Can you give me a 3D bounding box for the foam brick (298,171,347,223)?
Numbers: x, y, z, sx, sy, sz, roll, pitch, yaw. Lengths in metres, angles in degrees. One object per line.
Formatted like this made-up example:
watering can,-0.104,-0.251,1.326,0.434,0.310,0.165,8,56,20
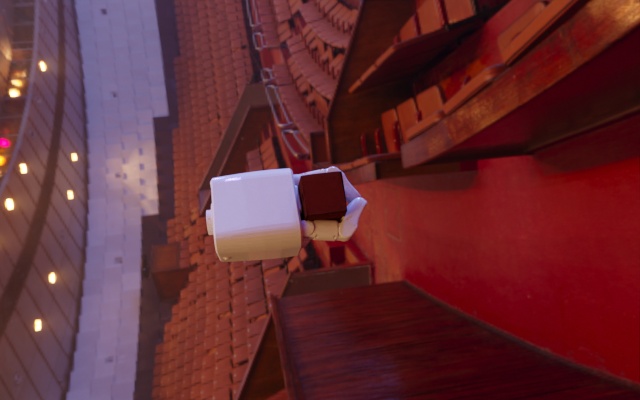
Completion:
foam brick,0.000,0.002,0.607,0.051,0.053,0.078,-6,-17,-9
